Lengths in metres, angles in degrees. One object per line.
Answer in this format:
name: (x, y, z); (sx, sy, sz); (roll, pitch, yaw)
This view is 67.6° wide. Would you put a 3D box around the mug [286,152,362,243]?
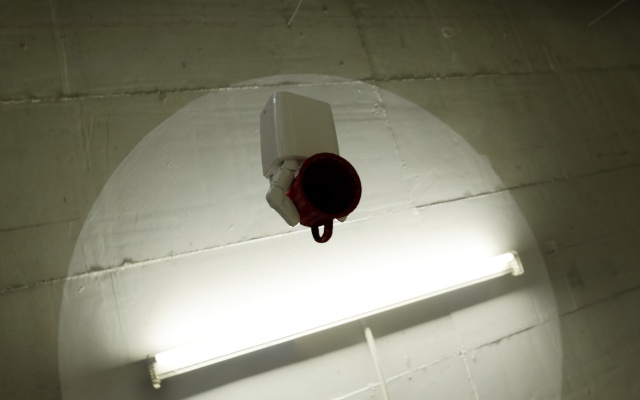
mug: (0.000, 0.004, 0.665); (0.093, 0.117, 0.081); (1, -17, -23)
